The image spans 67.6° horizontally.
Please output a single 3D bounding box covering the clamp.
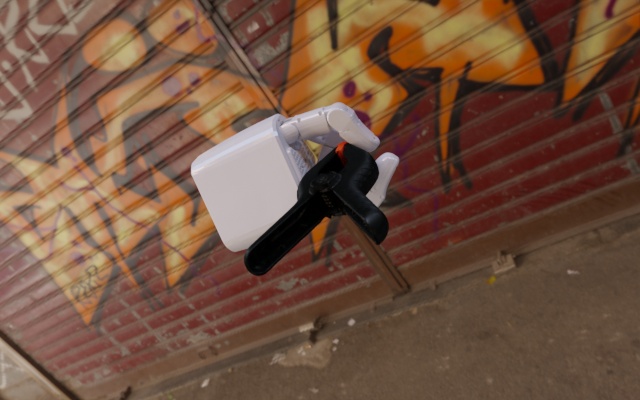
[{"bbox_3d":[0.000,0.001,0.414,0.120,0.039,0.171,-16,24,15],"label":"clamp"}]
